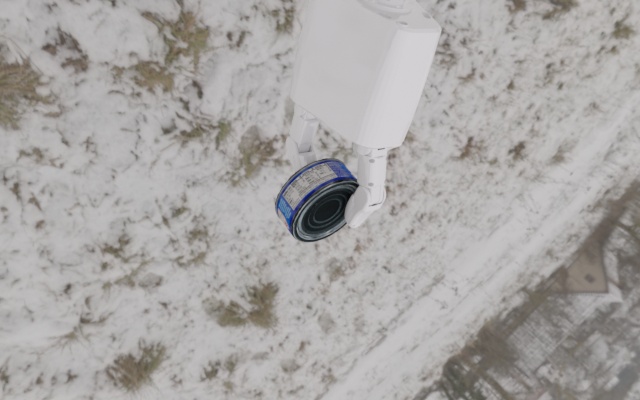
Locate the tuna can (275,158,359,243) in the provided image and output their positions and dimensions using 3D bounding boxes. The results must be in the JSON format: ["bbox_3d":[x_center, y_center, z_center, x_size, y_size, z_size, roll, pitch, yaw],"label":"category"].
[{"bbox_3d":[0.000,0.002,0.474,0.086,0.086,0.033,0,42,-45],"label":"tuna can"}]
